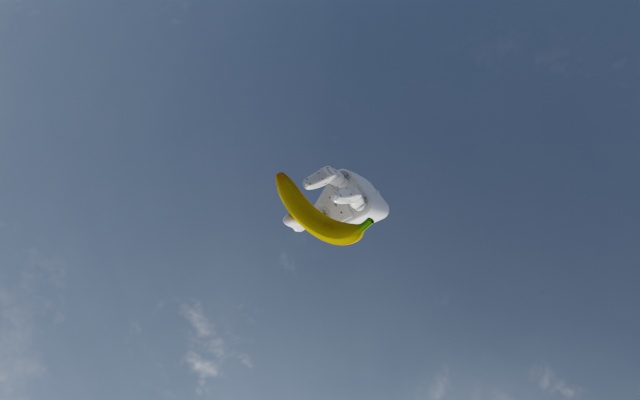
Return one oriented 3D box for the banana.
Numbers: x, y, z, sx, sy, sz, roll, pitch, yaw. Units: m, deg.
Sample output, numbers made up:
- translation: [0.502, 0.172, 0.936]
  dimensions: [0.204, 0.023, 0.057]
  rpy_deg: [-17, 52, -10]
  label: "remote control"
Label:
- translation: [-0.004, 0.021, 0.757]
  dimensions: [0.197, 0.069, 0.037]
  rpy_deg: [27, 10, 30]
  label: "banana"
